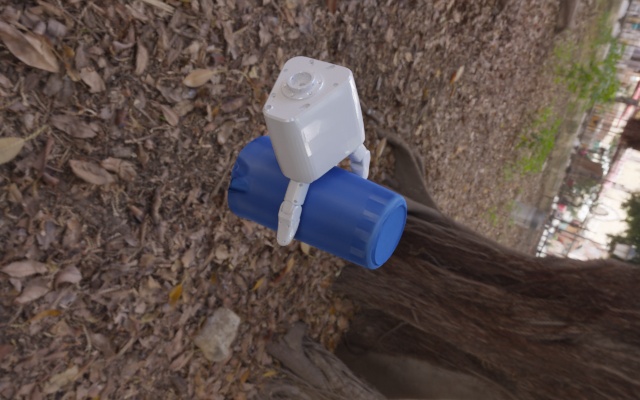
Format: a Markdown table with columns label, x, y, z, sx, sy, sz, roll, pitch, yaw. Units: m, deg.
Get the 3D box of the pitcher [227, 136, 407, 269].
| label | x | y | z | sx | sy | sz | roll | pitch | yaw |
| --- | --- | --- | --- | --- | --- | --- | --- | --- | --- |
| pitcher | 0.000 | 0.002 | 0.696 | 0.243 | 0.149 | 0.145 | 23 | -31 | 27 |
